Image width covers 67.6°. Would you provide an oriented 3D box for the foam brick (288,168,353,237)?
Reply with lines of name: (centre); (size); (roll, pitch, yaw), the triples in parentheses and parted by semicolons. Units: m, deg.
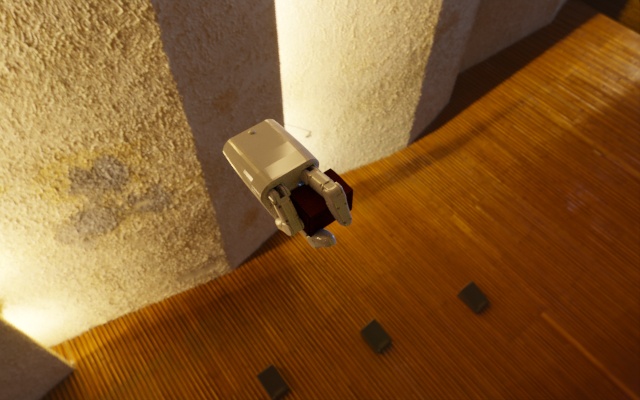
foam brick: (0.000, 0.002, 0.668); (0.078, 0.051, 0.053); (-32, -29, -22)
